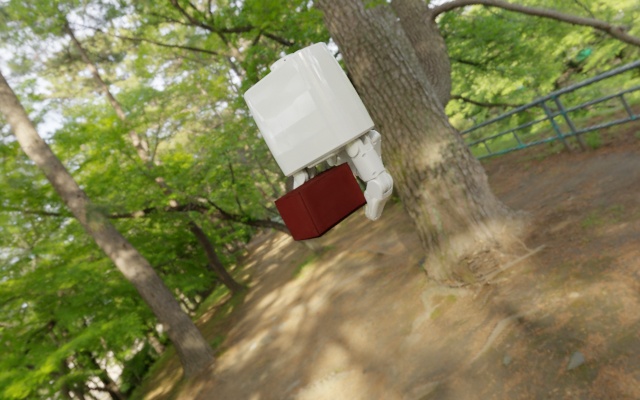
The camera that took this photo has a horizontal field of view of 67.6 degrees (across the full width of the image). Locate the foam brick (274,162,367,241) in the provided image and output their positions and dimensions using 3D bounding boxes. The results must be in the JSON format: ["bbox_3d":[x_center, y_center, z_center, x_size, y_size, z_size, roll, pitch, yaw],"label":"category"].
[{"bbox_3d":[0.000,0.002,0.516,0.078,0.051,0.053,-34,11,-36],"label":"foam brick"}]
